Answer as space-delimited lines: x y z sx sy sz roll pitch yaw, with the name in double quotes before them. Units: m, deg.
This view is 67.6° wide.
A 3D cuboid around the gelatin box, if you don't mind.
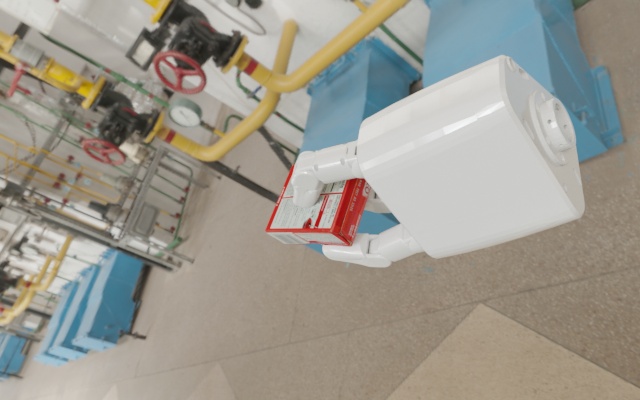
"gelatin box" 0.000 0.001 0.418 0.089 0.073 0.030 -4 -32 46
